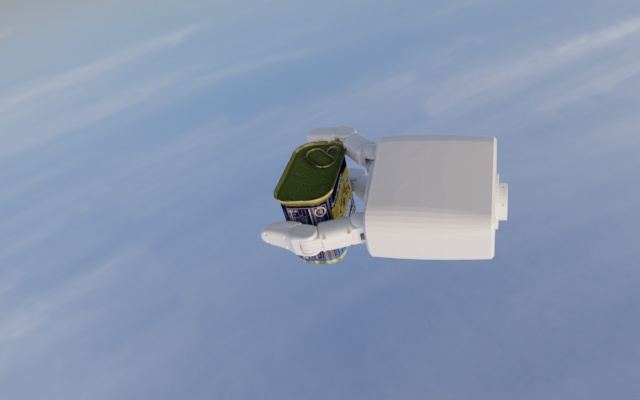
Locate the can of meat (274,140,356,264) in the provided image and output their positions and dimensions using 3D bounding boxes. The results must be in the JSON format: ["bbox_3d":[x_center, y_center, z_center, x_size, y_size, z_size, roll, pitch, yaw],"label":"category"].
[{"bbox_3d":[0.000,0.002,0.486,0.057,0.084,0.102,-2,38,18],"label":"can of meat"}]
